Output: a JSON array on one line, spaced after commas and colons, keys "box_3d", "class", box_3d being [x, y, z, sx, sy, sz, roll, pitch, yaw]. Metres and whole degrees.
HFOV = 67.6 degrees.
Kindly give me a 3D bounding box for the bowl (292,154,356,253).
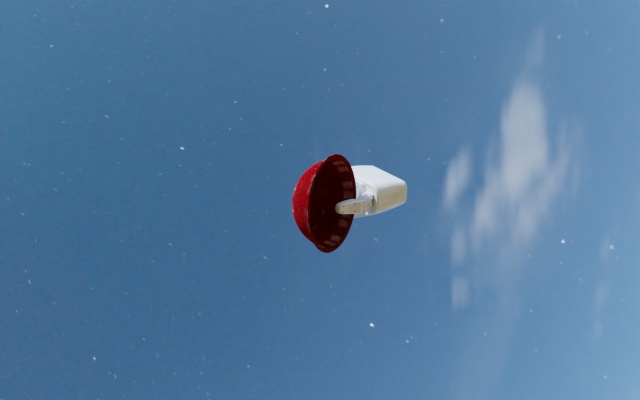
[{"box_3d": [-0.001, 0.002, 0.787, 0.055, 0.162, 0.162, 7, 4, 30], "class": "bowl"}]
